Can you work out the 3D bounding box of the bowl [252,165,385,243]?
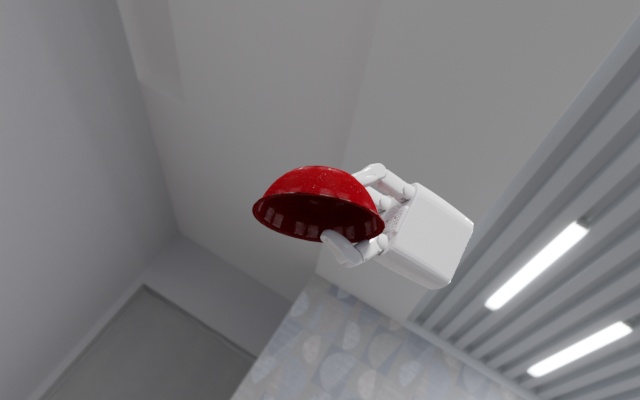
[{"bbox_3d":[-0.001,0.001,0.587,0.162,0.055,0.162,7,-23,3],"label":"bowl"}]
